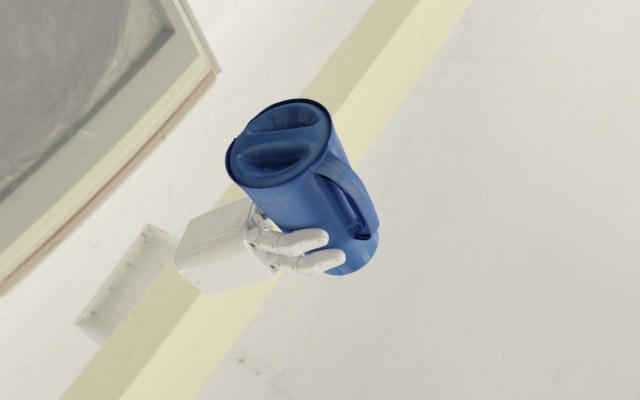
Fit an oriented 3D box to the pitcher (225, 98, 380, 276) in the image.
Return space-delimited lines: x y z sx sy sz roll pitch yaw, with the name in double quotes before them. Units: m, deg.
"pitcher" 0.000 0.002 0.610 0.145 0.149 0.243 -19 -41 13
